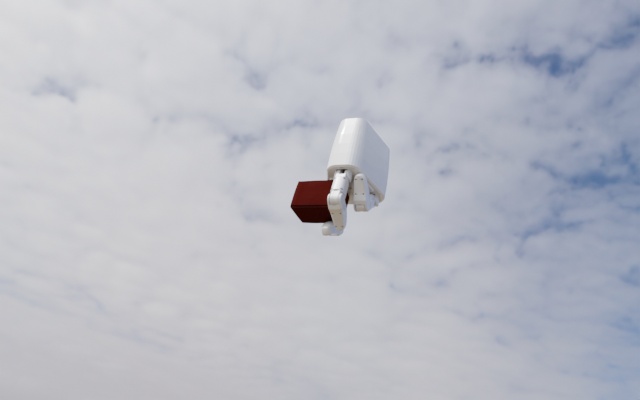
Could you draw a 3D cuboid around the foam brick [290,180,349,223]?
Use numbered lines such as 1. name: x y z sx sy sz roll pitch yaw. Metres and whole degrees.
1. foam brick: 0.000 0.003 0.779 0.078 0.051 0.053 -1 -33 22
